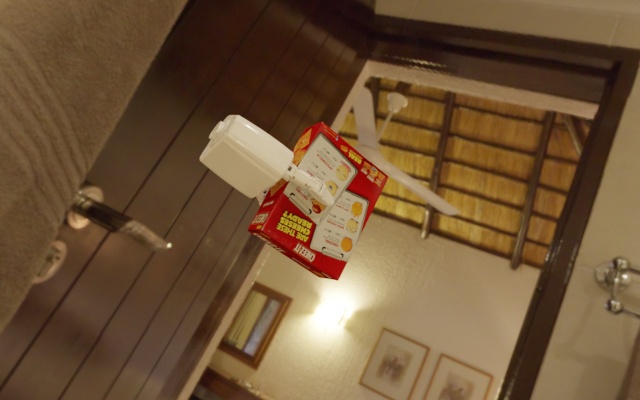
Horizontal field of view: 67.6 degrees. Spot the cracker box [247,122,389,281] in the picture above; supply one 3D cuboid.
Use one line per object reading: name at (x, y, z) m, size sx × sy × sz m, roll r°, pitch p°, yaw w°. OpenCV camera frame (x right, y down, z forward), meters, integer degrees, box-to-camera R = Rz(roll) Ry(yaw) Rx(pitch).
cracker box at (0.000, 0.003, 0.813) m, size 0.164 × 0.213 × 0.072 m, roll 36°, pitch -21°, yaw -23°
